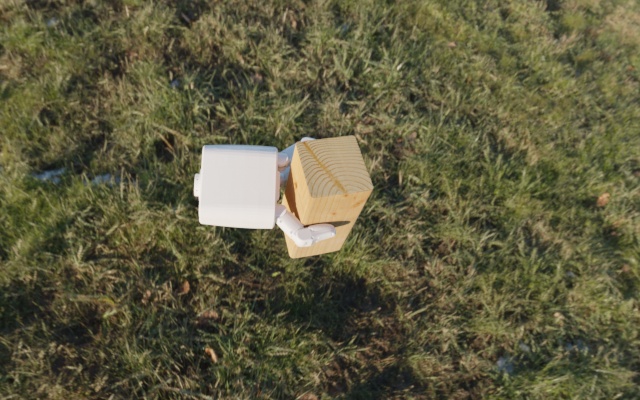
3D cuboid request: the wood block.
[{"bbox_3d":[0.000,0.003,0.725,0.090,0.090,0.206,-8,-26,-16],"label":"wood block"}]
